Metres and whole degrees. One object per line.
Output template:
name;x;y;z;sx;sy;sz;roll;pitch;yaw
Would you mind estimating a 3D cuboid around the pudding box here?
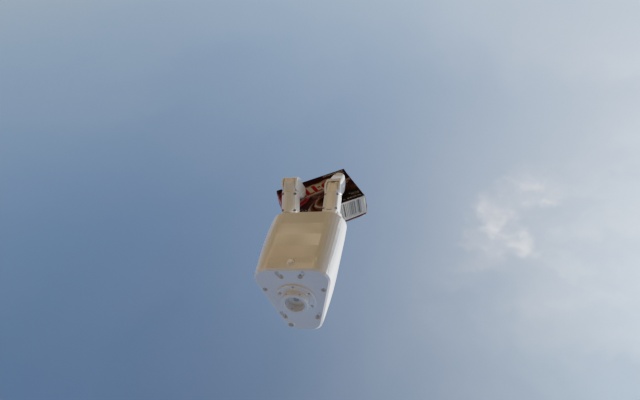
pudding box;0.000;0.002;0.698;0.113;0.039;0.090;-17;33;-10
